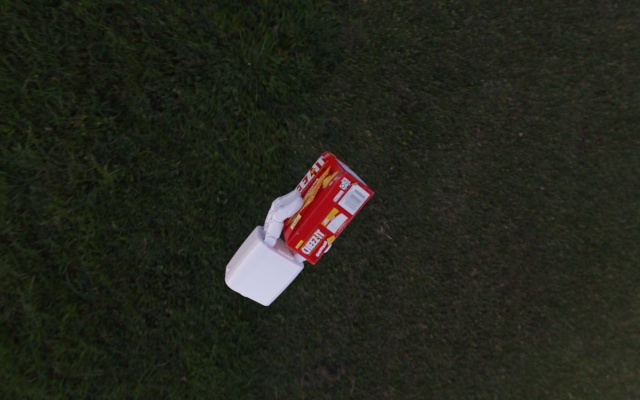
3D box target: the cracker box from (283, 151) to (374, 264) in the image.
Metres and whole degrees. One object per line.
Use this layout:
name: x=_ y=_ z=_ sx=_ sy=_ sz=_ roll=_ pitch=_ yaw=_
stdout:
cracker box: x=0.000 y=0.003 z=0.896 sx=0.072 sy=0.164 sz=0.213 roll=37 pitch=7 yaw=-16
